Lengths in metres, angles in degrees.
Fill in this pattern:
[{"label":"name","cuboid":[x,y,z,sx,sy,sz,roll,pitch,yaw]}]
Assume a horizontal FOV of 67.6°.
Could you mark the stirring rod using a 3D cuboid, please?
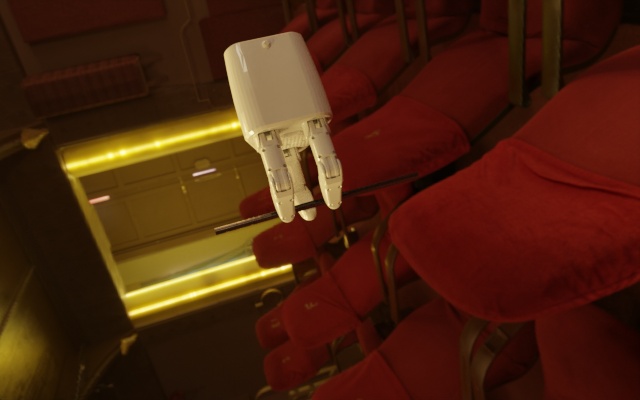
[{"label":"stirring rod","cuboid":[0.000,0.002,0.539,0.239,0.011,0.011,-16,3,-11]}]
